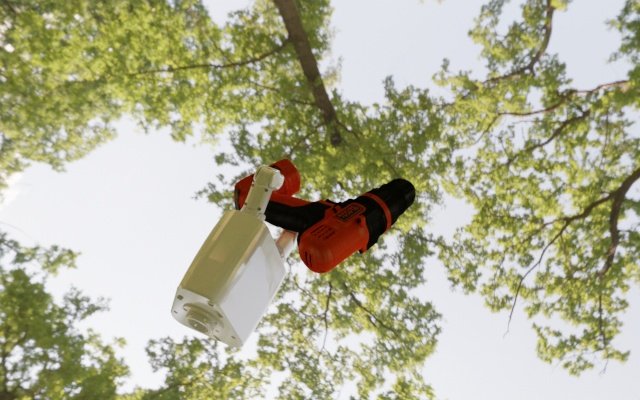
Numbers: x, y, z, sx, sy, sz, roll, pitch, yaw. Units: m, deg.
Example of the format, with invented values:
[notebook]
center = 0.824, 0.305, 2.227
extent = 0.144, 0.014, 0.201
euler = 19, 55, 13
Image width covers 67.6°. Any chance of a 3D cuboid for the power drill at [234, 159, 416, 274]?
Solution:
[power drill]
center = 0.000, 0.002, 0.588
extent = 0.187, 0.057, 0.184
euler = 20, 37, 39
